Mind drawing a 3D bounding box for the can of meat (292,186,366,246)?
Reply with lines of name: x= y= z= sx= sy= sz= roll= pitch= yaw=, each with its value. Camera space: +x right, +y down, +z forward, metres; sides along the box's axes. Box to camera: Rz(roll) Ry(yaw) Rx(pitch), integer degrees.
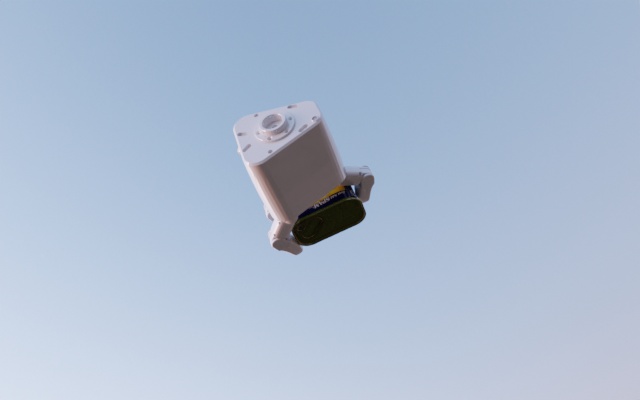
can of meat: x=0.000 y=0.002 z=0.665 sx=0.102 sy=0.084 sz=0.057 roll=-25 pitch=-41 yaw=2
